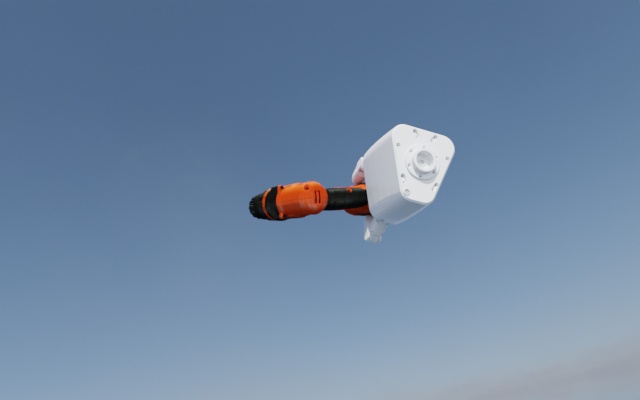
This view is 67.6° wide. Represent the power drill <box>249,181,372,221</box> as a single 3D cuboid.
[{"bbox_3d":[0.001,0.002,0.748,0.187,0.057,0.184,-4,-1,-34],"label":"power drill"}]
